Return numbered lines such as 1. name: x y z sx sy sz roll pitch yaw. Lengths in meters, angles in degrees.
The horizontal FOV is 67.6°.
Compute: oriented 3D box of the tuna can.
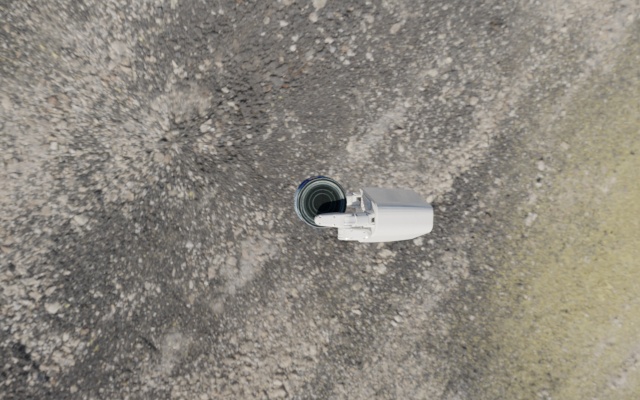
1. tuna can: 0.000 0.003 0.787 0.086 0.086 0.033 0 7 -11
